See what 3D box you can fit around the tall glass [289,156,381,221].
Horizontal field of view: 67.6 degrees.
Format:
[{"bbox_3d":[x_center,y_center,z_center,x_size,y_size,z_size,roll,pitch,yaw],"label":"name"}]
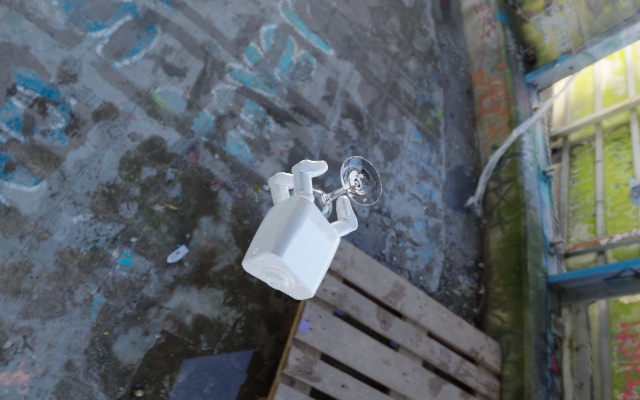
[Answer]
[{"bbox_3d":[0.001,0.002,0.748,0.079,0.079,0.201,0,-18,-38],"label":"tall glass"}]
